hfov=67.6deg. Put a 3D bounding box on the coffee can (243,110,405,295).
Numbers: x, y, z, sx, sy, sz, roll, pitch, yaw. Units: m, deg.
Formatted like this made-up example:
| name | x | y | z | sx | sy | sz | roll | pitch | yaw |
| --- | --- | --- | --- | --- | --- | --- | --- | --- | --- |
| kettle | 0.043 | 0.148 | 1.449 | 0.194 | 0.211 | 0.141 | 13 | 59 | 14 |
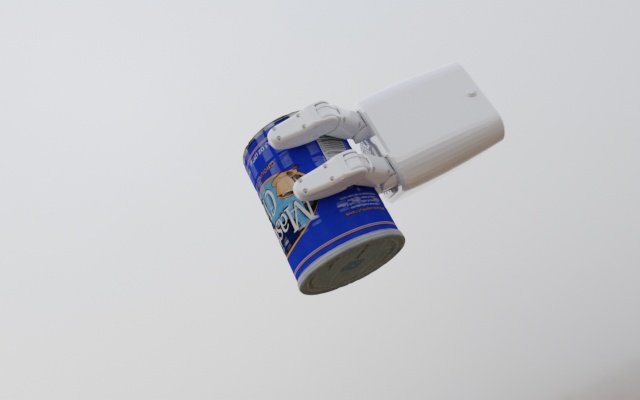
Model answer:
| name | x | y | z | sx | sy | sz | roll | pitch | yaw |
| --- | --- | --- | --- | --- | --- | --- | --- | --- | --- |
| coffee can | 0.000 | 0.002 | 0.444 | 0.103 | 0.140 | 0.103 | -22 | -24 | -11 |
